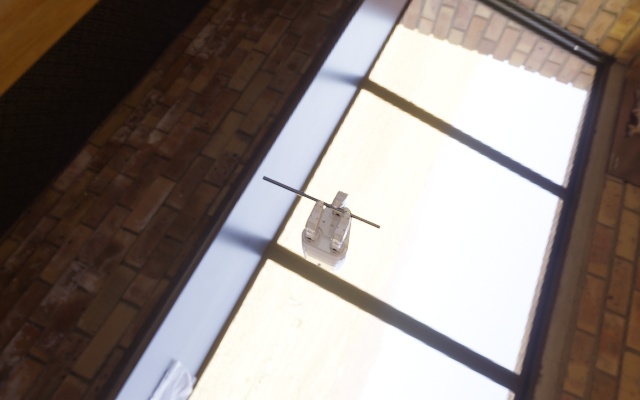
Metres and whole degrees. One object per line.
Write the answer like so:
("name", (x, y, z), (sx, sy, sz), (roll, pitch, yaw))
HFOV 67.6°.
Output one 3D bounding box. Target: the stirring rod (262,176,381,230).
("stirring rod", (0.000, 0.003, 0.890), (0.239, 0.011, 0.011), (23, 4, 10))
